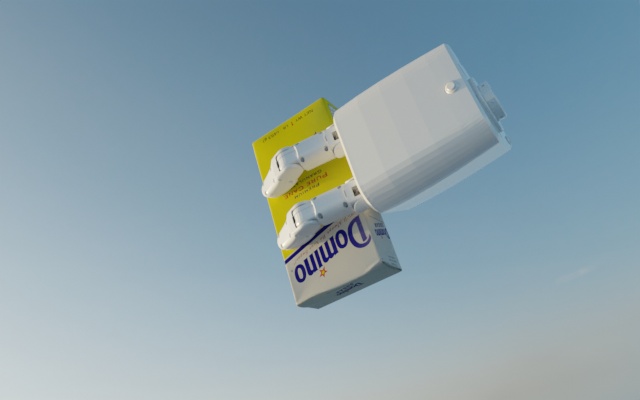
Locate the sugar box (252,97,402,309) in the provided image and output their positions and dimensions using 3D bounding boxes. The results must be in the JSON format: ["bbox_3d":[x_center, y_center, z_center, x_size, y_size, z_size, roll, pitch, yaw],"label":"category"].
[{"bbox_3d":[0.000,0.001,0.447,0.093,0.176,0.048,-30,-30,22],"label":"sugar box"}]
